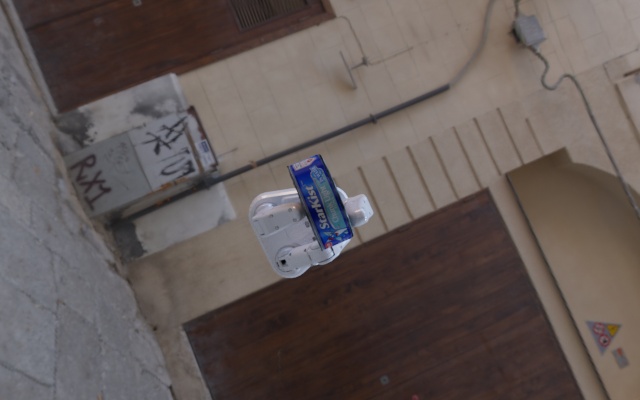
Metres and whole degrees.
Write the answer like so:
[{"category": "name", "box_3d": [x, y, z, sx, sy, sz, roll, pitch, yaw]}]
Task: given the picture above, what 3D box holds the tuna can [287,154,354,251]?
[{"category": "tuna can", "box_3d": [0.001, 0.001, 0.444, 0.034, 0.086, 0.086, -22, 0, -1]}]
